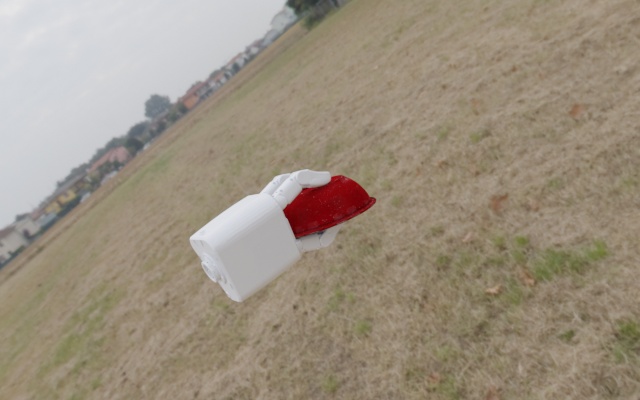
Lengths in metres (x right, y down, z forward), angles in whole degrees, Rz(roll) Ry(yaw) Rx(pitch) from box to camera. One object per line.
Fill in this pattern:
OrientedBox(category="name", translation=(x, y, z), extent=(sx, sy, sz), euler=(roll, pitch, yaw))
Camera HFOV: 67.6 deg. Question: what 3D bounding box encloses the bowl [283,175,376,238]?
OrientedBox(category="bowl", translation=(0.001, 0.002, 0.726), extent=(0.162, 0.055, 0.162), euler=(-20, 8, 3))
